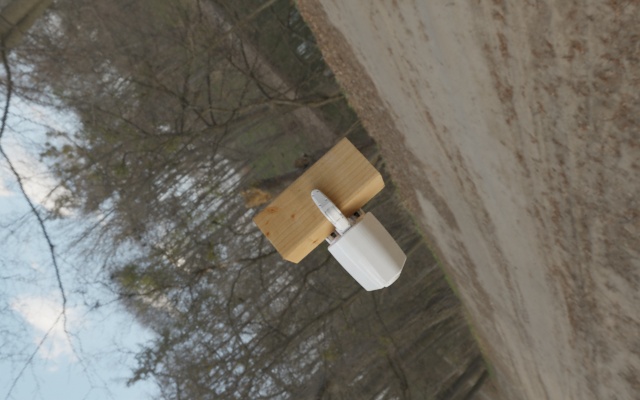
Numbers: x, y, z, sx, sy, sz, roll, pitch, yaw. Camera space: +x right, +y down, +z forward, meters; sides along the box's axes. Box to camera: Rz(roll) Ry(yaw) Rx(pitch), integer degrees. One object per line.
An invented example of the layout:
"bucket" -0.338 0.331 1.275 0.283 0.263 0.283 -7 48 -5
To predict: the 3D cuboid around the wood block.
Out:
"wood block" 0.000 0.003 0.812 0.206 0.090 0.091 -41 -17 1
